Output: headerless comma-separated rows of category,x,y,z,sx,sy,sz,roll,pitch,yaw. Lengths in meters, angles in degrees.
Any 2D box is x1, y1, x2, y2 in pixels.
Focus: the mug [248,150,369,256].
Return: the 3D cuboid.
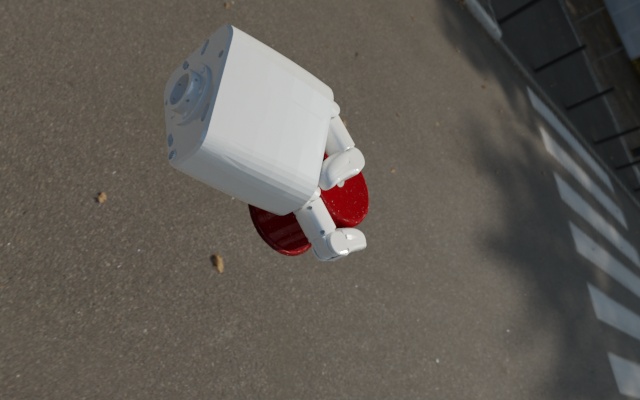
mug,0.001,0.002,0.466,0.081,0.093,0.117,-25,-35,37
